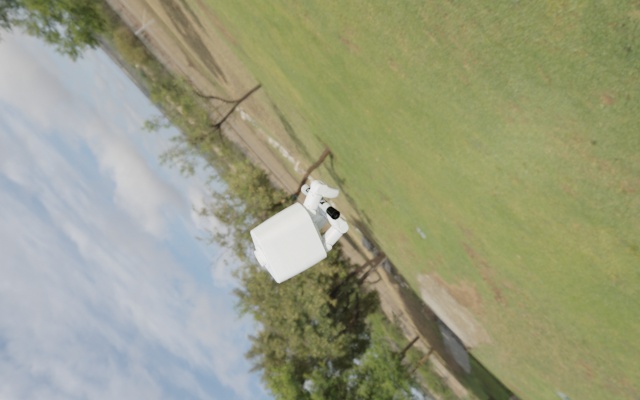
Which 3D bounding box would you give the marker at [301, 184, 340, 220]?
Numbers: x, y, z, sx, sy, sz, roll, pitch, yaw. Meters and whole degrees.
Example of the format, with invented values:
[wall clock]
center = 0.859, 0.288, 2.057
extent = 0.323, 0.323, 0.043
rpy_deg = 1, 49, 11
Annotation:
[marker]
center = 0.000, 0.003, 0.889
extent = 0.020, 0.020, 0.121
rpy_deg = 0, 26, -34
